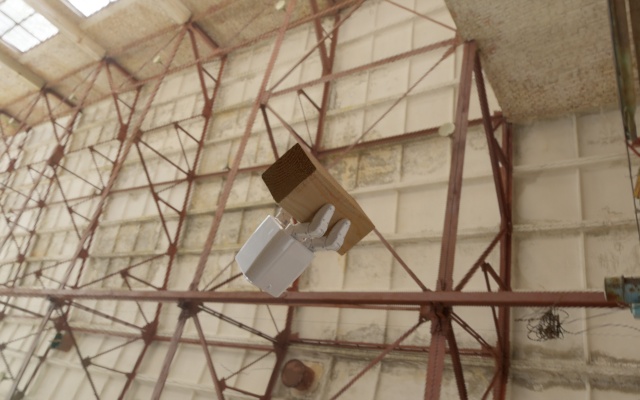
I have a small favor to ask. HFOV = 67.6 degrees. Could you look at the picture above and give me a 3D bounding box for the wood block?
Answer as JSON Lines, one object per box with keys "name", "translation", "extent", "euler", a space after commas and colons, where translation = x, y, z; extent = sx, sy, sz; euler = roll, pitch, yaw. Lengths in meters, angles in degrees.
{"name": "wood block", "translation": [0.000, 0.003, 0.865], "extent": [0.206, 0.090, 0.090], "euler": [43, 9, -44]}
